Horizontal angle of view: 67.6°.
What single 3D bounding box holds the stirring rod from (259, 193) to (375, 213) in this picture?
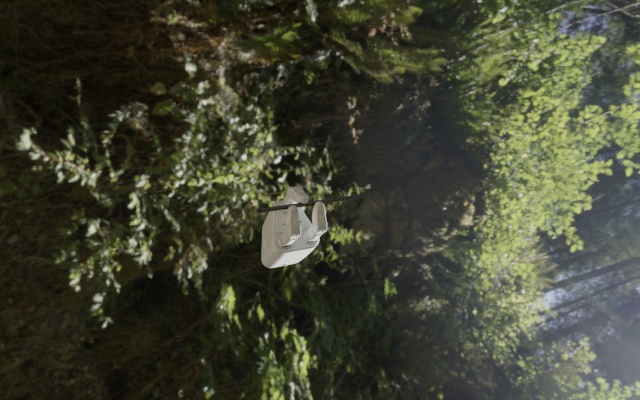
[{"bbox_3d":[0.000,0.003,0.896,0.239,0.011,0.011,-8,4,-27],"label":"stirring rod"}]
